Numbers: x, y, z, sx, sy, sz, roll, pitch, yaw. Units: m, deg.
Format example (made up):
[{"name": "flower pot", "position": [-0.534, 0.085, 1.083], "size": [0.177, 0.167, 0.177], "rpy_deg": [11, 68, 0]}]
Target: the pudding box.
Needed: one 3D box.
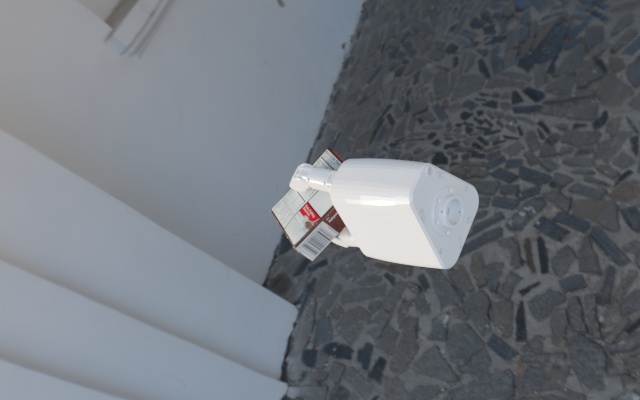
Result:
[{"name": "pudding box", "position": [0.000, 0.002, 0.575], "size": [0.039, 0.113, 0.090], "rpy_deg": [40, 6, -37]}]
